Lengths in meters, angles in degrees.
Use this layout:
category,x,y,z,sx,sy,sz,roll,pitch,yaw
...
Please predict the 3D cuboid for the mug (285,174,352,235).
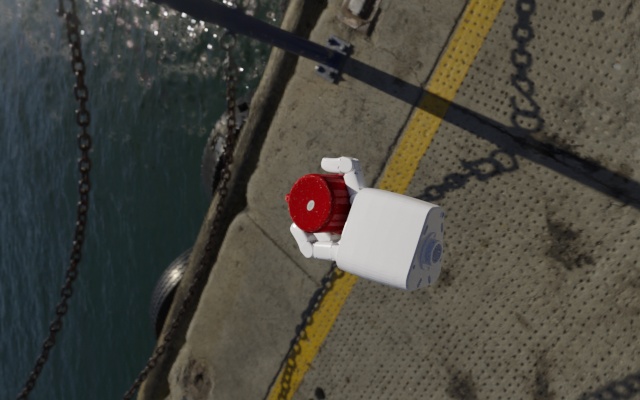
category,x,y,z,sx,sy,sz,roll,pitch,yaw
mug,-0.001,0.002,0.681,0.117,0.093,0.081,13,8,38
